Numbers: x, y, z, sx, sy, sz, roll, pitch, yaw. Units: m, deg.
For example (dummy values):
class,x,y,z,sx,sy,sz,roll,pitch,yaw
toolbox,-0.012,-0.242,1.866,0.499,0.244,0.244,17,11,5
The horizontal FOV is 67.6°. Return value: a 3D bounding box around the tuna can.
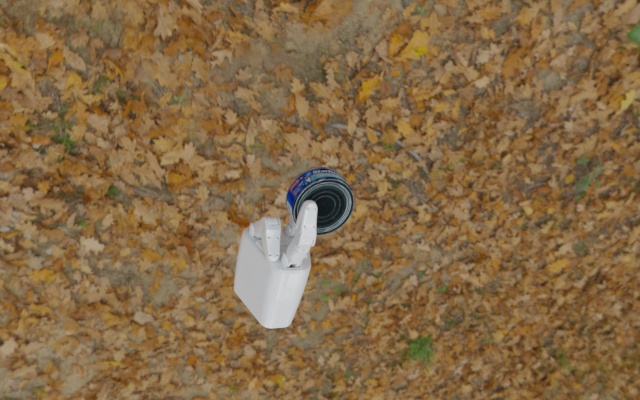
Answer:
class,x,y,z,sx,sy,sz,roll,pitch,yaw
tuna can,0.000,0.002,0.621,0.086,0.086,0.033,0,28,-21
